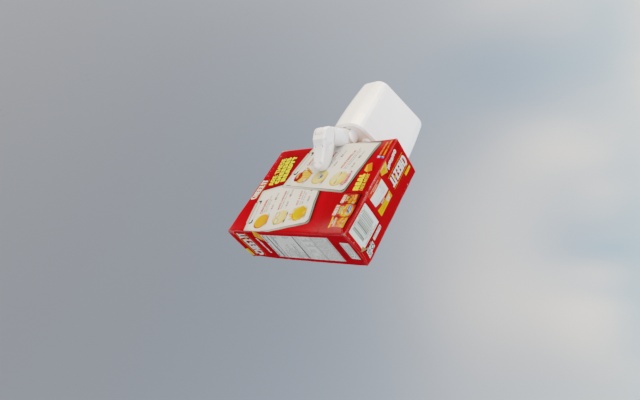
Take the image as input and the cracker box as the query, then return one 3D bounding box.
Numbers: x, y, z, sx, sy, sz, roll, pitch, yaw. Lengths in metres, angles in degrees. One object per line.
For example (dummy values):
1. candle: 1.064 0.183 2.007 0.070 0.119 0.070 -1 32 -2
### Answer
1. cracker box: 0.000 0.002 0.653 0.213 0.164 0.072 -2 -44 42
